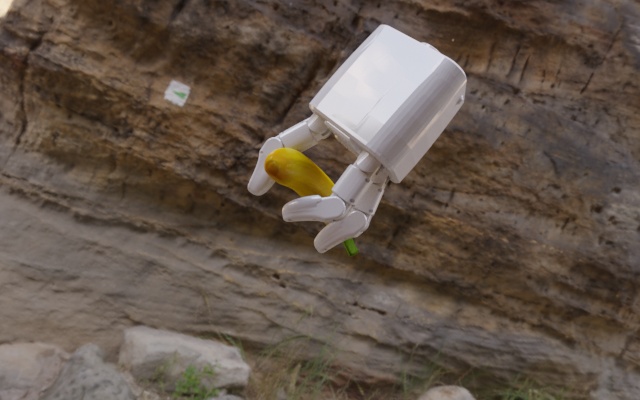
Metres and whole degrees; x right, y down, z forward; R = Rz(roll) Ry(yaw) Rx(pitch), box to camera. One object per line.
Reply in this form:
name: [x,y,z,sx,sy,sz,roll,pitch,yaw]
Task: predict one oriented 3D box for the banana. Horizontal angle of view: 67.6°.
banana: [-0.006,-0.009,0.492,0.037,0.069,0.198,-36,-38,7]
